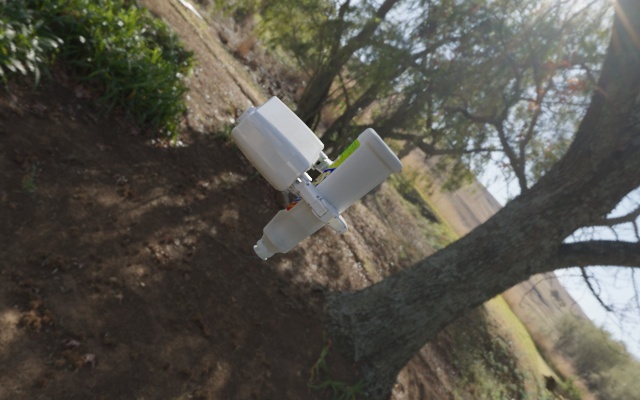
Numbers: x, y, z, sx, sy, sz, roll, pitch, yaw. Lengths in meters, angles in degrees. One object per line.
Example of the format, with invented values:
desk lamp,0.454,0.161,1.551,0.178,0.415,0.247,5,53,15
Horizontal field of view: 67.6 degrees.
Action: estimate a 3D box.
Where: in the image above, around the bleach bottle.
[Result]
bleach bottle,0.000,0.002,0.699,0.251,0.068,0.102,-41,11,11
